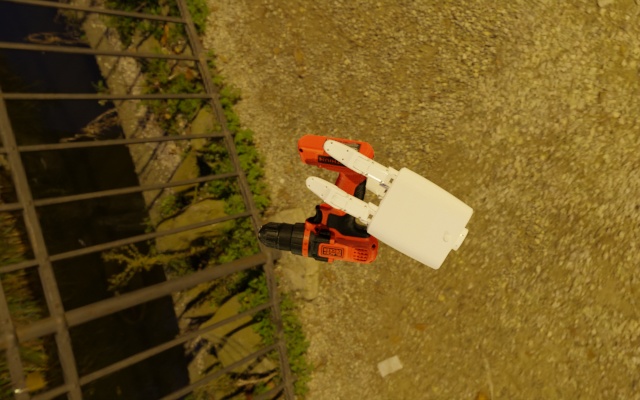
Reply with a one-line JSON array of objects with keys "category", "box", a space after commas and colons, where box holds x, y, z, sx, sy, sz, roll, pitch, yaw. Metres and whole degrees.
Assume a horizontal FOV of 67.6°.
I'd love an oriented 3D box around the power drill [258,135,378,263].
[{"category": "power drill", "box": [0.000, 0.002, 0.696, 0.184, 0.188, 0.057, 7, 29, 5]}]
